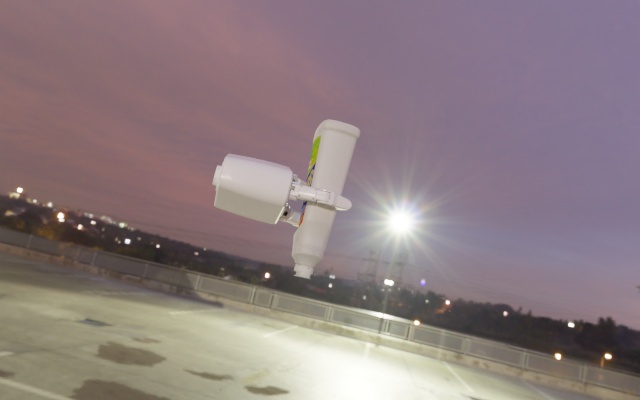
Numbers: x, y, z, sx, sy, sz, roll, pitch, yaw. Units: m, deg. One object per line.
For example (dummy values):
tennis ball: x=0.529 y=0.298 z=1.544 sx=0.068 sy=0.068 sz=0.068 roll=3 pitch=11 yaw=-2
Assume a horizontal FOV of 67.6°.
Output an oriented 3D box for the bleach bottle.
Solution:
bleach bottle: x=0.000 y=0.003 z=0.782 sx=0.068 sy=0.250 sz=0.102 roll=15 pitch=-11 yaw=-10
